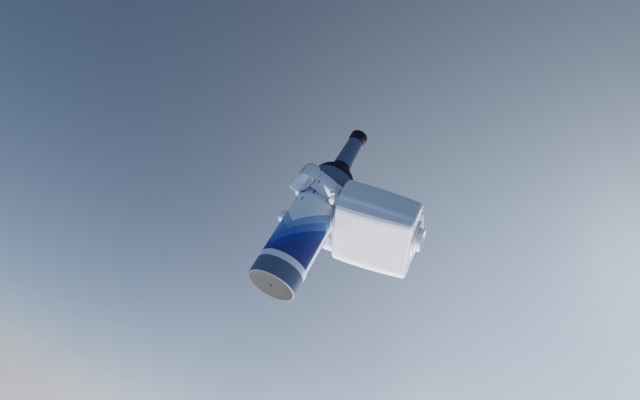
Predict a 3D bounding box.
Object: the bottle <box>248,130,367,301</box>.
[{"bbox_3d":[0.000,0.002,0.679,0.069,0.295,0.069,20,-36,15],"label":"bottle"}]
